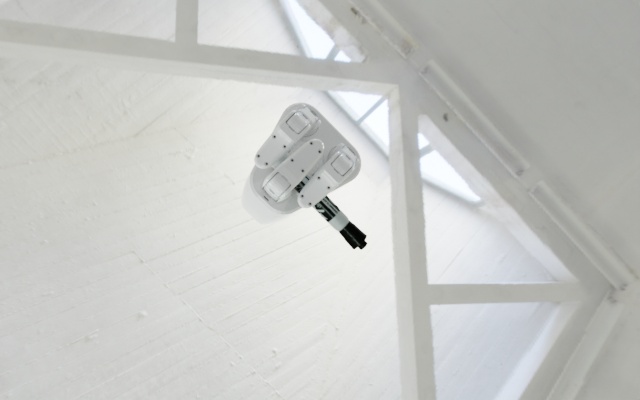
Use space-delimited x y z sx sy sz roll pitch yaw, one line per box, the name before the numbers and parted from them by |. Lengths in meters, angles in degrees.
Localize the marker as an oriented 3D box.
marker | 0.000 0.001 0.455 0.020 0.121 0.020 -44 4 4
